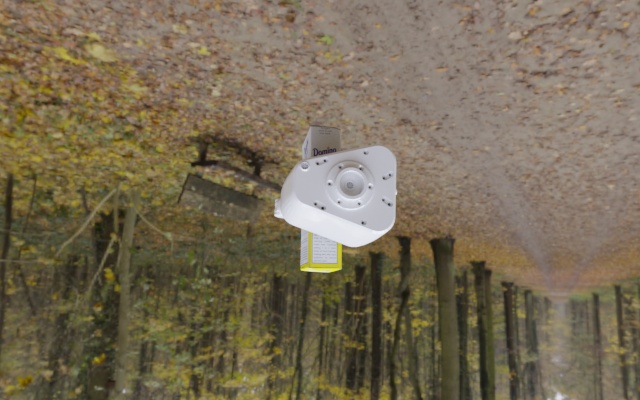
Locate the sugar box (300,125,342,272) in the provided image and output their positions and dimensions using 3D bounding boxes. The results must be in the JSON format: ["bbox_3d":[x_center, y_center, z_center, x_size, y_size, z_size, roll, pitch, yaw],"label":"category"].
[{"bbox_3d":[0.001,0.002,0.615,0.048,0.176,0.093,4,-11,-8],"label":"sugar box"}]
